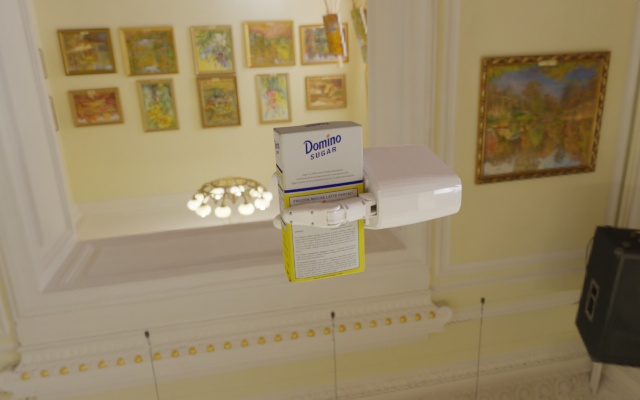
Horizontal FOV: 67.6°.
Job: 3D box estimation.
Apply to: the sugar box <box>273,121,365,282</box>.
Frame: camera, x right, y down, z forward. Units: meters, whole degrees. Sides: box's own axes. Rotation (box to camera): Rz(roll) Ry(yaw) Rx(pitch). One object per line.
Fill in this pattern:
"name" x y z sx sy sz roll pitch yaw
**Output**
"sugar box" 0.000 0.002 0.544 0.093 0.176 0.048 -7 18 -15
